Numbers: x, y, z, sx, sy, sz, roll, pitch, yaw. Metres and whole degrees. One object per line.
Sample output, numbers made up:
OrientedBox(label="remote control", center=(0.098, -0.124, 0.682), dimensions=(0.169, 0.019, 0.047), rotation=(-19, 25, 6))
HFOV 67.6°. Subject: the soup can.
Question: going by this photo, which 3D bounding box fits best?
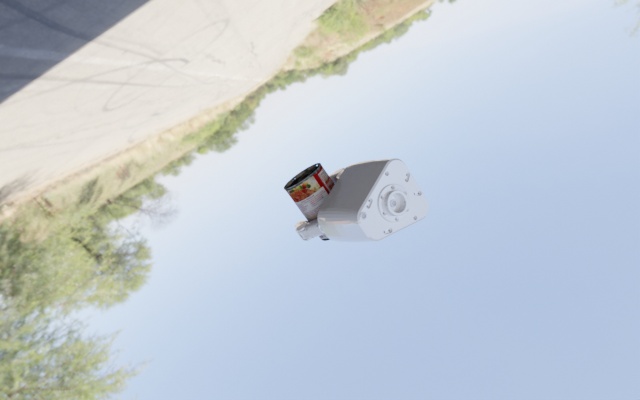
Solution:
OrientedBox(label="soup can", center=(0.000, 0.003, 0.735), dimensions=(0.068, 0.102, 0.068), rotation=(-33, 15, 10))
